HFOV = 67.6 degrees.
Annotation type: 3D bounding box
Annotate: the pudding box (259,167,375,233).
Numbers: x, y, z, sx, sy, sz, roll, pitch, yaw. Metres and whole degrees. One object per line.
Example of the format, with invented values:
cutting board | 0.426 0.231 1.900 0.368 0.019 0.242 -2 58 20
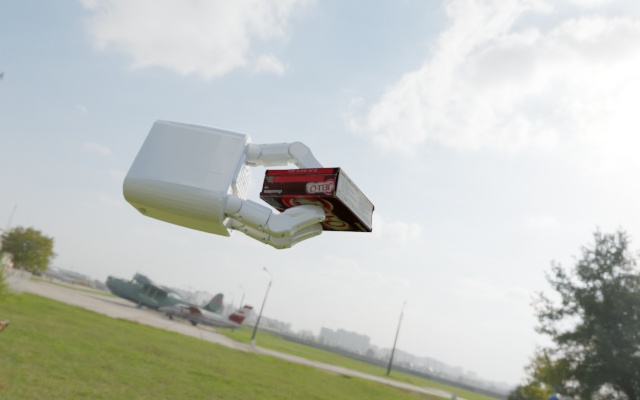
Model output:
pudding box | 0.000 0.002 0.530 0.090 0.039 0.113 1 -19 28
